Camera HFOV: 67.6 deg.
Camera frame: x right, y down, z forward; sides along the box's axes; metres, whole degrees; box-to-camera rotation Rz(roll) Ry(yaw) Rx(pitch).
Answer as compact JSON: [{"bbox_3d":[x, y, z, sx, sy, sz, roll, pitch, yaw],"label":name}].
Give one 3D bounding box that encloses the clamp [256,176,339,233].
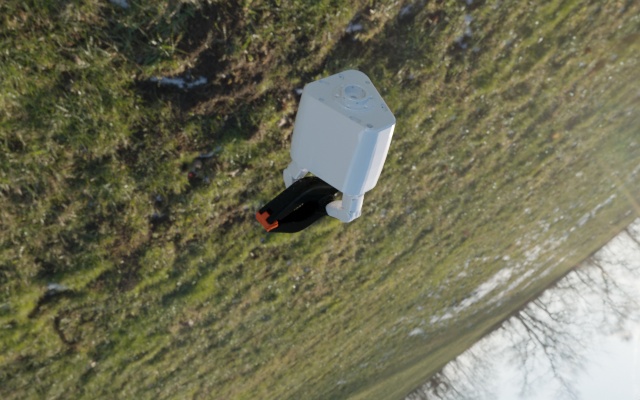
[{"bbox_3d":[0.000,0.003,0.694,0.210,0.165,0.036,-27,57,-30],"label":"clamp"}]
